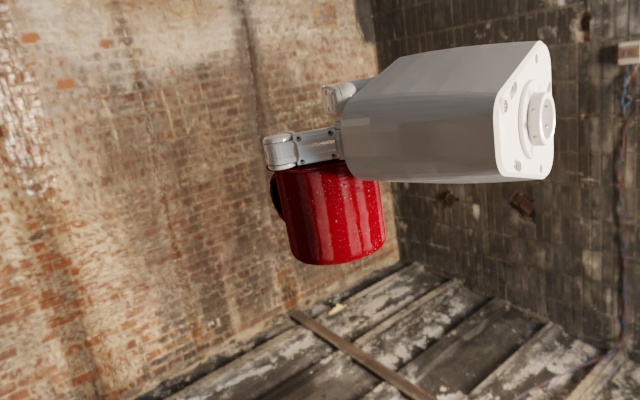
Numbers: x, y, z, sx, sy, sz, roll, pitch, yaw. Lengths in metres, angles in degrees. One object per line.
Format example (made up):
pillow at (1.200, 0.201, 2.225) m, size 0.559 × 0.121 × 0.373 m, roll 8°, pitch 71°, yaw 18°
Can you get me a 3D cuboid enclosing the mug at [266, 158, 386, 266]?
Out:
mug at (-0.001, 0.001, 0.403) m, size 0.117 × 0.081 × 0.093 m, roll 3°, pitch 20°, yaw 41°
